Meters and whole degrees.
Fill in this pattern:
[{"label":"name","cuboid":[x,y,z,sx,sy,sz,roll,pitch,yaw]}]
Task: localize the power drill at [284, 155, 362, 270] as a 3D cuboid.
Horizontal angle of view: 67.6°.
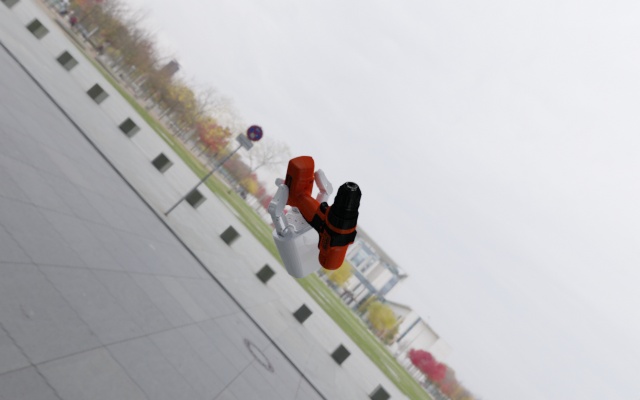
[{"label":"power drill","cuboid":[0.000,0.003,0.839,0.057,0.185,0.187,-9,44,-28]}]
